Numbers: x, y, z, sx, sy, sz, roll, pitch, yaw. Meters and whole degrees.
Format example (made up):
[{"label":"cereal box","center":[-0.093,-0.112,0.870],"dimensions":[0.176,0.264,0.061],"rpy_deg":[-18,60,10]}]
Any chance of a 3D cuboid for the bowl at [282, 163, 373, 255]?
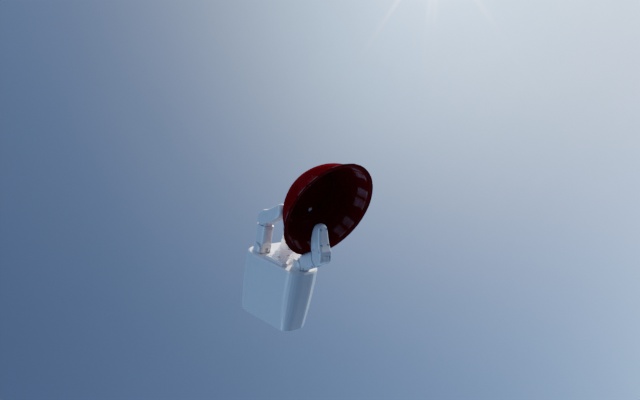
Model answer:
[{"label":"bowl","center":[0.001,0.001,0.714],"dimensions":[0.162,0.162,0.055],"rpy_deg":[0,33,-44]}]
